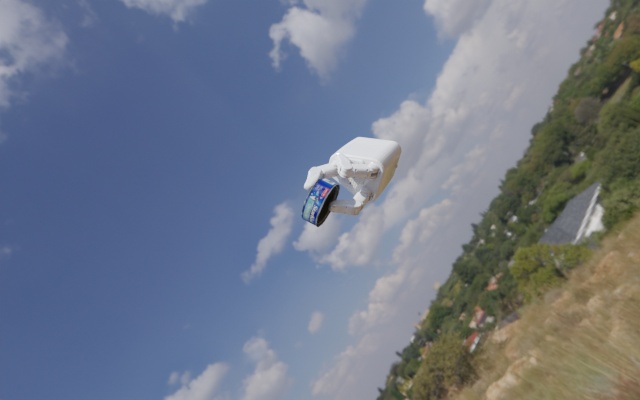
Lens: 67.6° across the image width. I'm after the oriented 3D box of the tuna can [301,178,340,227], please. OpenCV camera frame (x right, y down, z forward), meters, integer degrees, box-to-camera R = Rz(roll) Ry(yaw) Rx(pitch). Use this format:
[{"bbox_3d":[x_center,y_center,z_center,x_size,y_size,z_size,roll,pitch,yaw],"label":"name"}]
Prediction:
[{"bbox_3d":[0.000,0.003,0.861,0.034,0.086,0.086,27,6,13],"label":"tuna can"}]
